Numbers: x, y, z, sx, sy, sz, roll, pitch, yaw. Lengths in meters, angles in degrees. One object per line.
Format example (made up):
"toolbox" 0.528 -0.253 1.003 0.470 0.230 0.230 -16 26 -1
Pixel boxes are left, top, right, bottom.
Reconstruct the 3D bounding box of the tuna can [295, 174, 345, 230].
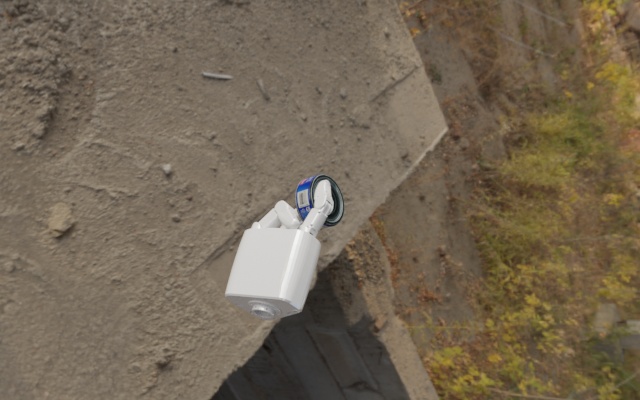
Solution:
"tuna can" 0.001 0.002 0.756 0.034 0.086 0.086 -18 -11 37
